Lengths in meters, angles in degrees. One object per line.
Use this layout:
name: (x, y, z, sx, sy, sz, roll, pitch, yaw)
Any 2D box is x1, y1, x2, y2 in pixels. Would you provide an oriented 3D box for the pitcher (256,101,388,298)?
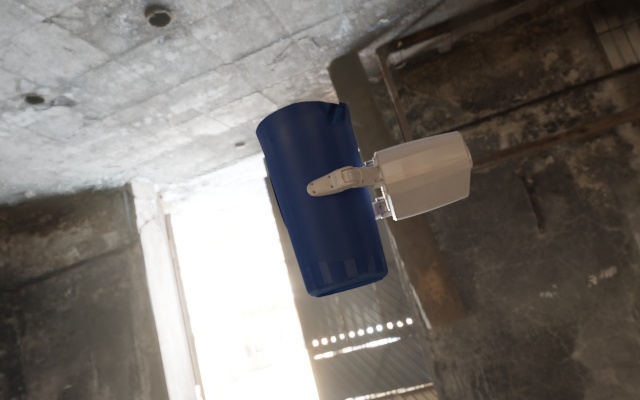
pitcher: (0.000, 0.002, 0.643, 0.145, 0.242, 0.149, -17, -13, 7)
